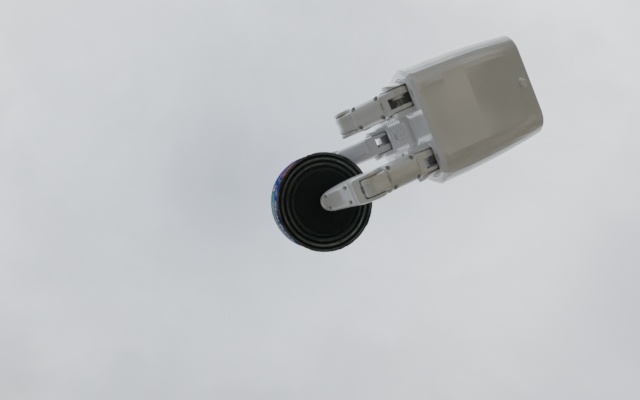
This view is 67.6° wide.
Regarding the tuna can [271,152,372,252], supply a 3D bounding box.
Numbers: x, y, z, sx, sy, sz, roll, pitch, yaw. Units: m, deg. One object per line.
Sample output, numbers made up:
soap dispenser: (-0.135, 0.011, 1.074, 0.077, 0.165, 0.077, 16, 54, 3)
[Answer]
tuna can: (0.000, 0.001, 0.423, 0.086, 0.086, 0.034, 0, 0, -18)
